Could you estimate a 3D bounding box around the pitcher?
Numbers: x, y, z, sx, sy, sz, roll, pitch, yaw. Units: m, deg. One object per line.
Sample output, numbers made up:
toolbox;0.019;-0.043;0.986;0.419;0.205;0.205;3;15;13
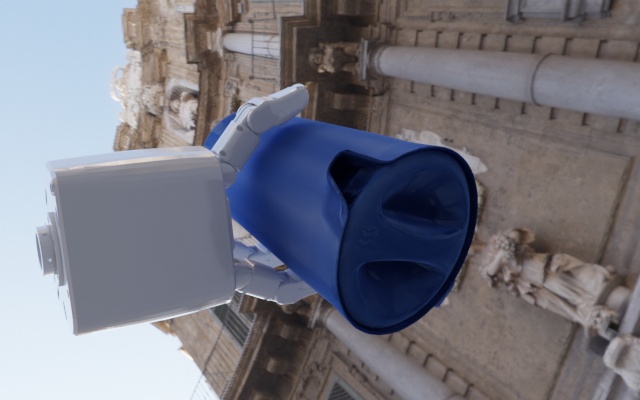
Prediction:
pitcher;0.000;0.001;0.406;0.145;0.149;0.242;-11;24;-34
